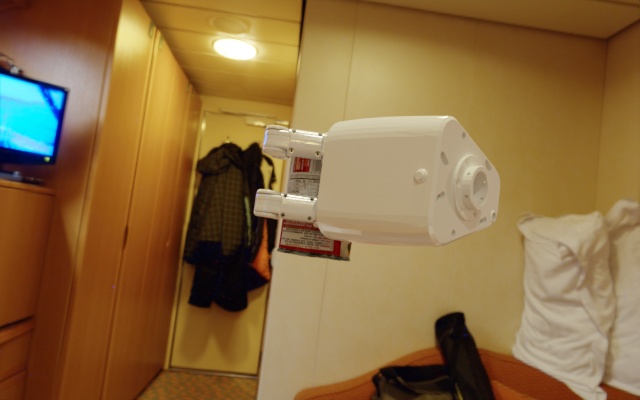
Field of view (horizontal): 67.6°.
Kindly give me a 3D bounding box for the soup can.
[{"bbox_3d":[0.000,0.001,0.445,0.068,0.102,0.068,7,-4,1],"label":"soup can"}]
